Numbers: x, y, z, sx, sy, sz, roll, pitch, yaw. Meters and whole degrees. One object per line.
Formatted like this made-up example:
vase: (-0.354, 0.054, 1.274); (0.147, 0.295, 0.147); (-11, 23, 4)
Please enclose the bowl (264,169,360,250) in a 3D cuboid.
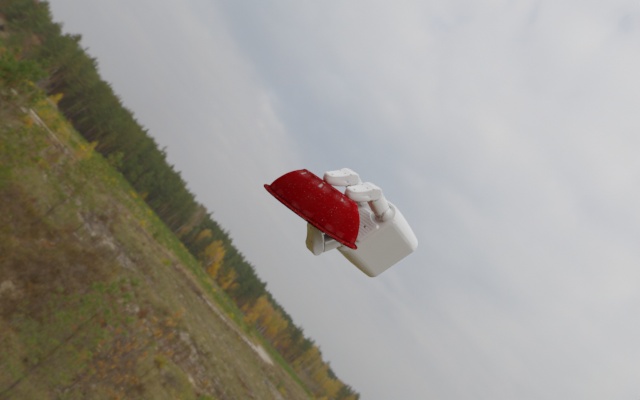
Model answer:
bowl: (0.000, 0.002, 0.680); (0.162, 0.055, 0.162); (34, 3, -2)
